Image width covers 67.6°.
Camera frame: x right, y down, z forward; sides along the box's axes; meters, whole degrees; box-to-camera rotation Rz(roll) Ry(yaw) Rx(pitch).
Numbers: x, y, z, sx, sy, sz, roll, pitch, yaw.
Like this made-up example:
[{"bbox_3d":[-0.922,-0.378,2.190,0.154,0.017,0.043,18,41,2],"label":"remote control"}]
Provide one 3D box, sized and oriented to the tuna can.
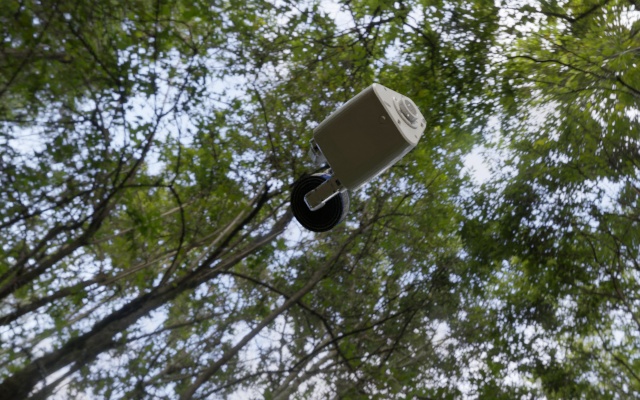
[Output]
[{"bbox_3d":[0.000,0.002,0.711,0.086,0.086,0.033,0,12,27],"label":"tuna can"}]
